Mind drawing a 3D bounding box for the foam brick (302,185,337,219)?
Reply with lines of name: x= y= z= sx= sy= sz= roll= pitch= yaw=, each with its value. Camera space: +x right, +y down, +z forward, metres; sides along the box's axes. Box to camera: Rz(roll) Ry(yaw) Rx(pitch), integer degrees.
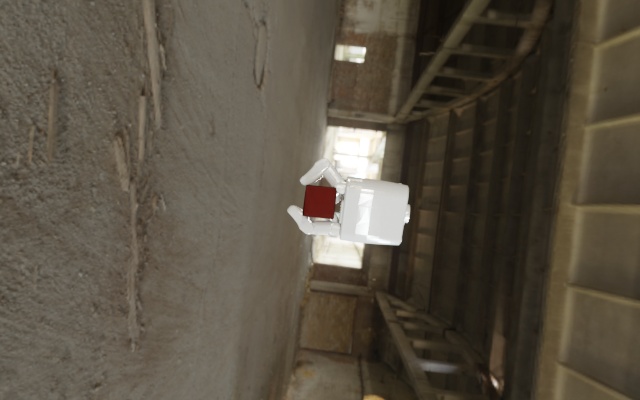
foam brick: x=0.000 y=0.003 z=0.808 sx=0.051 sy=0.053 sz=0.078 roll=7 pitch=0 yaw=3
